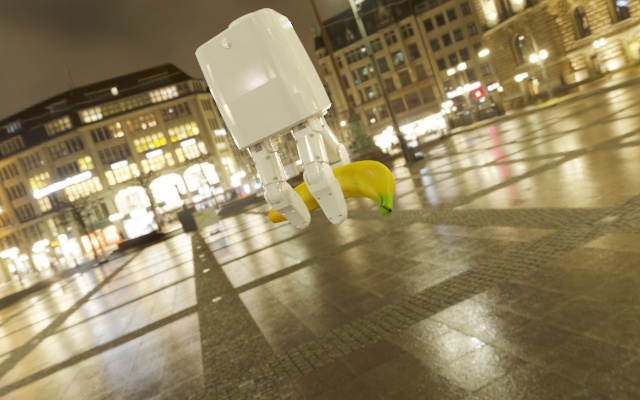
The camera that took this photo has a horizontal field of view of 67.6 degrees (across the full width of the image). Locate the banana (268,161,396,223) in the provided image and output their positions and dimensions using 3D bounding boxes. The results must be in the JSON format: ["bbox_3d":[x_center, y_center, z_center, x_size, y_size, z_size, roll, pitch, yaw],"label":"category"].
[{"bbox_3d":[0.014,-0.009,0.511,0.069,0.037,0.198,-43,20,-32],"label":"banana"}]
